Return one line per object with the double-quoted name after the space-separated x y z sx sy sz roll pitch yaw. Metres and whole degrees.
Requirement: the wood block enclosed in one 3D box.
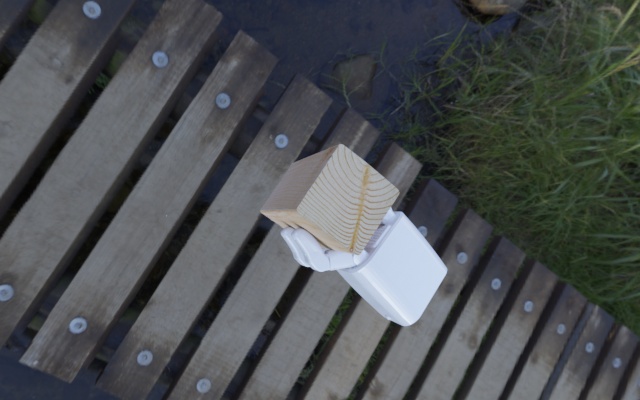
0.001 0.002 0.609 0.090 0.091 0.206 37 -12 -14 "wood block"
